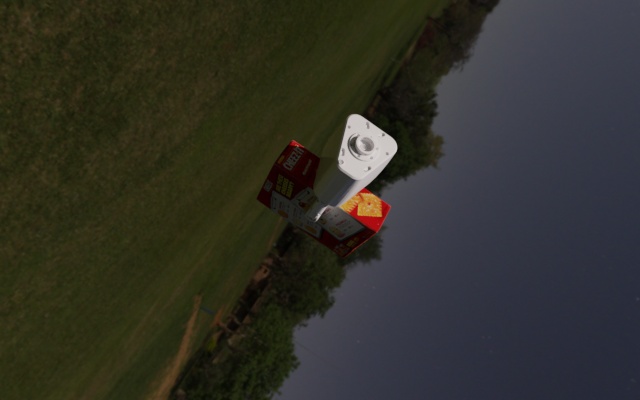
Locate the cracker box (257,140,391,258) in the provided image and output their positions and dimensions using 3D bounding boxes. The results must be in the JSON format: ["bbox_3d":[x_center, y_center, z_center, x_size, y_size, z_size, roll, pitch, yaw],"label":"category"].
[{"bbox_3d":[0.000,0.003,0.894,0.214,0.072,0.164,35,-29,-3],"label":"cracker box"}]
